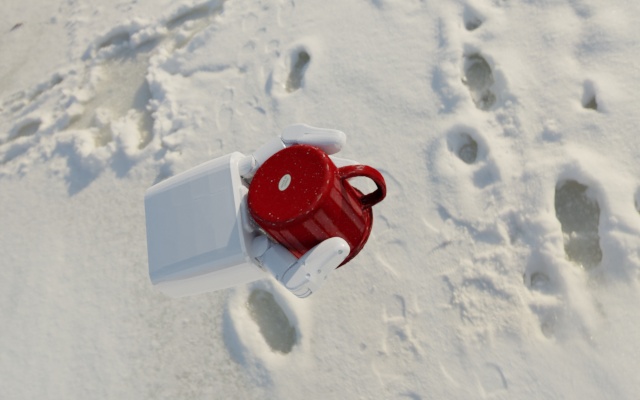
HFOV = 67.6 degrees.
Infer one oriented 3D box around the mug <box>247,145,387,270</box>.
[{"bbox_3d":[0.001,0.001,0.416,0.117,0.093,0.081,-19,-37,18],"label":"mug"}]
